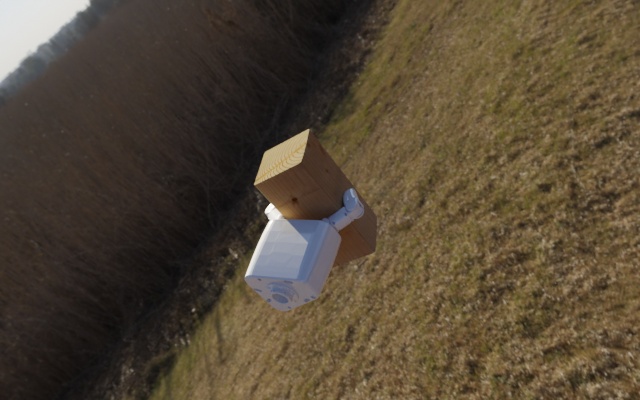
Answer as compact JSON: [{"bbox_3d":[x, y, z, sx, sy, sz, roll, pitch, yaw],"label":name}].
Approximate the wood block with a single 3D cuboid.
[{"bbox_3d":[0.000,0.003,0.766,0.091,0.206,0.090,-23,34,26],"label":"wood block"}]
